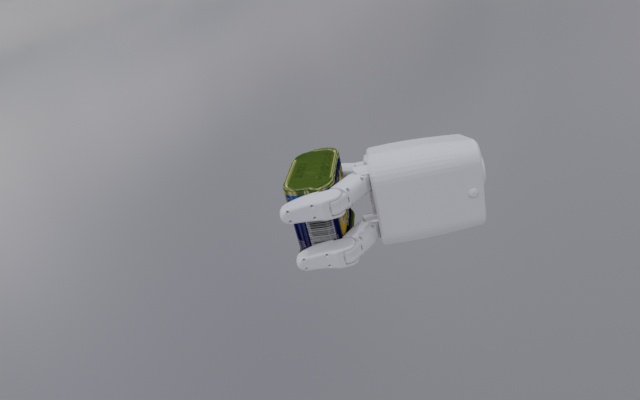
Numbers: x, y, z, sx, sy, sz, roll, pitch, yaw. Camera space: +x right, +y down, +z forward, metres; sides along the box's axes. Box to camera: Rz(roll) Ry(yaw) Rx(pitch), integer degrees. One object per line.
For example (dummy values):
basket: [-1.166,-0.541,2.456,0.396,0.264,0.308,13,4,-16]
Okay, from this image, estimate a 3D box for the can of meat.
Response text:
can of meat: [0.000,0.001,0.507,0.057,0.084,0.102,-8,28,11]
